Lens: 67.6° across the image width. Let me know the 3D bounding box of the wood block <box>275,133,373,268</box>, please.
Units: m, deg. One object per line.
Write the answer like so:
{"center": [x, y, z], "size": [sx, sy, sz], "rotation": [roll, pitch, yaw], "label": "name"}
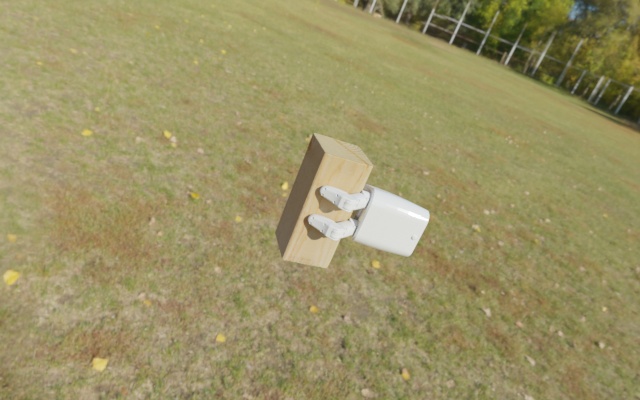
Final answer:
{"center": [0.000, 0.003, 0.826], "size": [0.090, 0.206, 0.090], "rotation": [14, 24, -21], "label": "wood block"}
